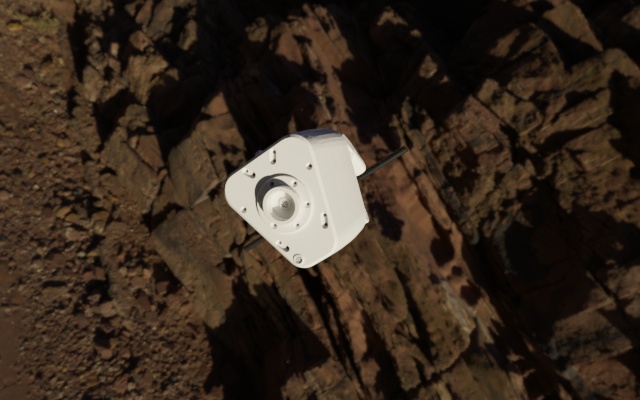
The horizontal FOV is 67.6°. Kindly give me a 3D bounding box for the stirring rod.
[{"bbox_3d":[0.000,0.002,0.577,0.239,0.011,0.011,-32,-11,19],"label":"stirring rod"}]
